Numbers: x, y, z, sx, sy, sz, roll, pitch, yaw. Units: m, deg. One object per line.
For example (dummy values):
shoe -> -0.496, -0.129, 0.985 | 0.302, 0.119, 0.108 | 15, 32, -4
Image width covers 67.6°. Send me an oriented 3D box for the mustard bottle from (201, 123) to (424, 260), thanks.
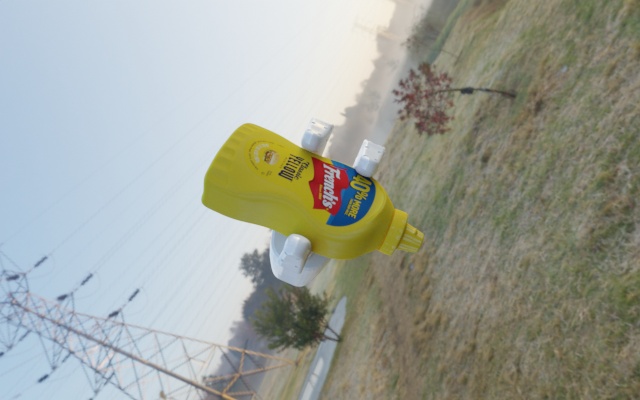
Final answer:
mustard bottle -> 0.000, 0.001, 0.425 | 0.191, 0.058, 0.096 | 23, 43, 1
